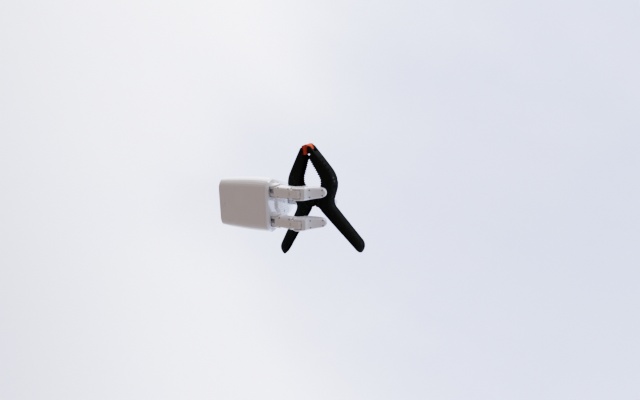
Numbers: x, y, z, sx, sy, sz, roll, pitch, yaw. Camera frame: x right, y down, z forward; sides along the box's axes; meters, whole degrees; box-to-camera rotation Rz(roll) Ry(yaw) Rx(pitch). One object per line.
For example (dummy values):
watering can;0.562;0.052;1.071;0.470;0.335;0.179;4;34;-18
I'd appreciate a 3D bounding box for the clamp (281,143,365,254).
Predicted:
clamp;0.000;0.002;0.860;0.164;0.210;0.036;4;14;20
